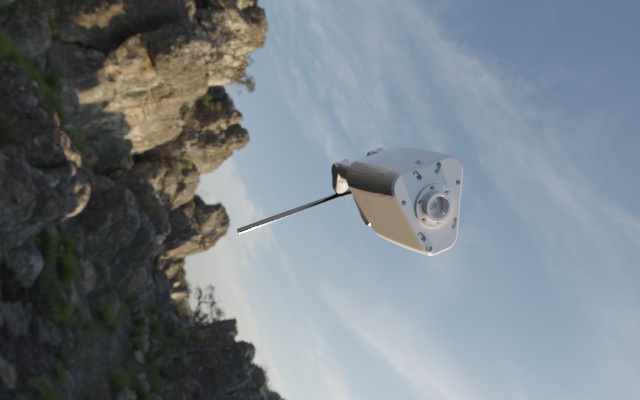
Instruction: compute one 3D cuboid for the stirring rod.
[{"bbox_3d":[0.000,0.002,0.659,0.239,0.011,0.011,-20,6,-18],"label":"stirring rod"}]
